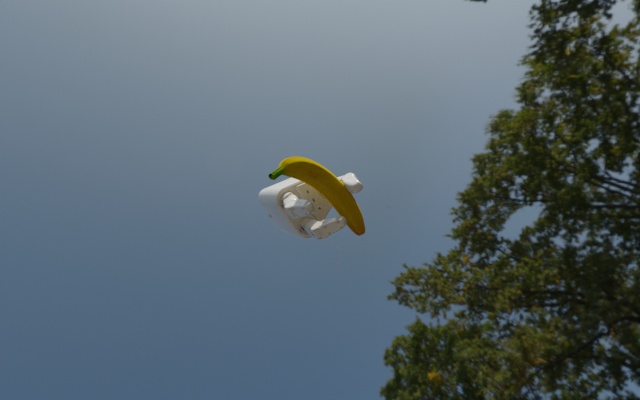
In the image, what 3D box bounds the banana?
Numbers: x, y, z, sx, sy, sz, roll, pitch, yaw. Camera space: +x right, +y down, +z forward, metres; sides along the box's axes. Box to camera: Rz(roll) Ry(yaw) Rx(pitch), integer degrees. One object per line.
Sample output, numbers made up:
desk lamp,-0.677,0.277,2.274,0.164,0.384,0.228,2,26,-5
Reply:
banana,0.004,-0.016,0.751,0.198,0.069,0.037,32,-22,-28
